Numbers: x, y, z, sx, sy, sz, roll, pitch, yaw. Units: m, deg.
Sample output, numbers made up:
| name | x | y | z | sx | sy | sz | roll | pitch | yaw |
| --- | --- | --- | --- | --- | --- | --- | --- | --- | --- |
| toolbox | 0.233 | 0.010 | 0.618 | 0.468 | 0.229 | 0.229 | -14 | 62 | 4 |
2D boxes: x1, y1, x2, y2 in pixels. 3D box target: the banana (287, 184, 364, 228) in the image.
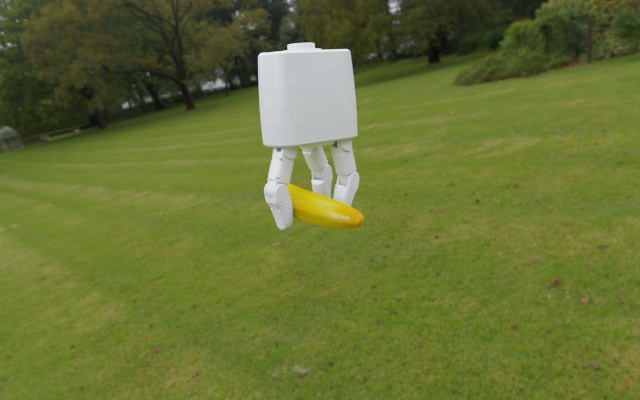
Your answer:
| name | x | y | z | sx | sy | sz | roll | pitch | yaw |
| --- | --- | --- | --- | --- | --- | --- | --- | --- | --- |
| banana | -0.018 | 0.002 | 0.609 | 0.069 | 0.037 | 0.197 | -2 | 11 | -23 |
